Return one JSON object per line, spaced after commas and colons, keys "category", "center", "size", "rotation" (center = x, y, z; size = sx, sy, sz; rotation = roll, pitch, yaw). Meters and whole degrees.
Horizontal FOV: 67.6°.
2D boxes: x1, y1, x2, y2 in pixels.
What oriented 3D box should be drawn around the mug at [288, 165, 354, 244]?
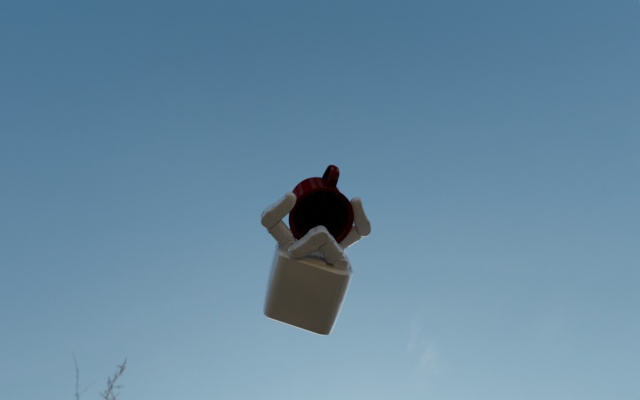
{"category": "mug", "center": [0.000, 0.001, 0.704], "size": [0.093, 0.117, 0.081], "rotation": [14, 16, -12]}
